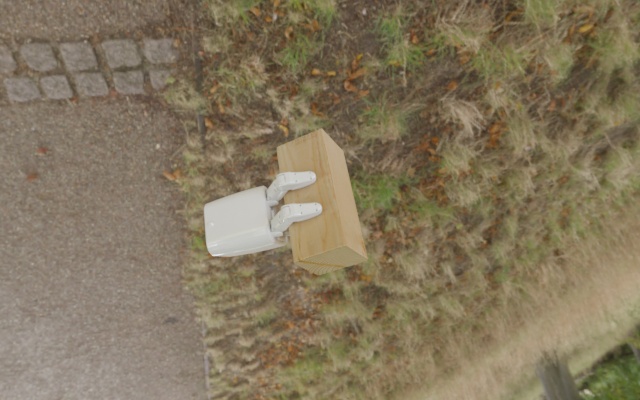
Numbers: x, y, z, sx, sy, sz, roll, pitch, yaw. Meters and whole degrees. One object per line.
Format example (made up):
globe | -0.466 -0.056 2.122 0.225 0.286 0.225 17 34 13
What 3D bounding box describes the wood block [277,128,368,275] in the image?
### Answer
wood block | 0.000 0.003 0.771 0.090 0.206 0.091 -20 -28 19
